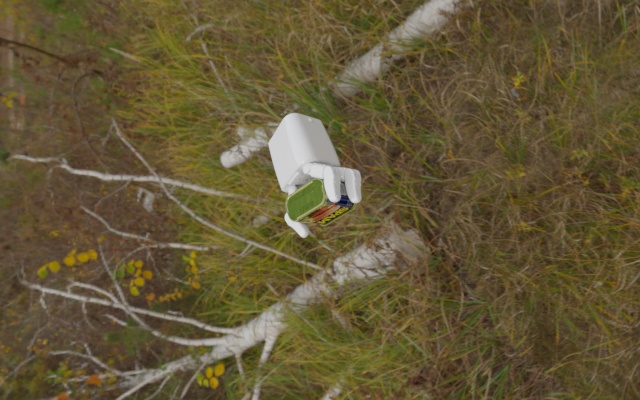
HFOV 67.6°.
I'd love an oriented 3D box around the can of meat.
[{"bbox_3d":[0.000,0.003,0.848,0.102,0.057,0.084,-32,-25,36],"label":"can of meat"}]
